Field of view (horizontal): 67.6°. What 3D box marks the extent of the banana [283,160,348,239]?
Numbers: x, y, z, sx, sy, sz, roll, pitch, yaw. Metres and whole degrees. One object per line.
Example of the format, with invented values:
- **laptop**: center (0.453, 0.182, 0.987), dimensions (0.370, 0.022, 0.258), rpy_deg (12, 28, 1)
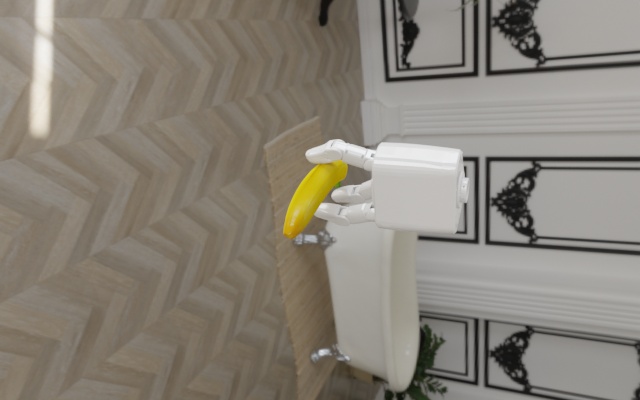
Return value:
- **banana**: center (0.002, -0.016, 0.658), dimensions (0.037, 0.070, 0.197), rpy_deg (10, 25, 20)
